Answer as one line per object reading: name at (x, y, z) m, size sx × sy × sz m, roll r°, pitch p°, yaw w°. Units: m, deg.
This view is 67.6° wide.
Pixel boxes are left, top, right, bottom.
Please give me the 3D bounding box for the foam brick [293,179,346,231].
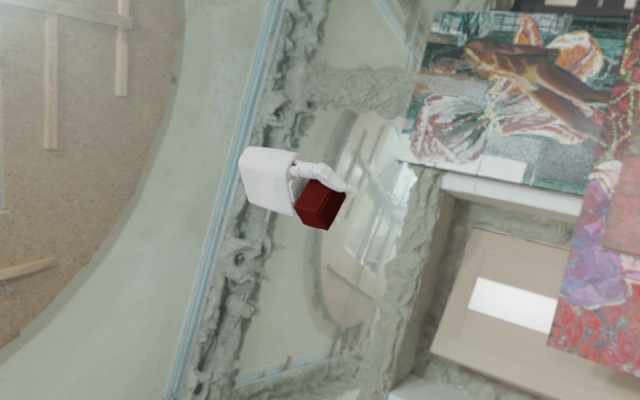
foam brick at (0.000, 0.003, 0.806) m, size 0.051 × 0.078 × 0.053 m, roll 12°, pitch -32°, yaw 30°
